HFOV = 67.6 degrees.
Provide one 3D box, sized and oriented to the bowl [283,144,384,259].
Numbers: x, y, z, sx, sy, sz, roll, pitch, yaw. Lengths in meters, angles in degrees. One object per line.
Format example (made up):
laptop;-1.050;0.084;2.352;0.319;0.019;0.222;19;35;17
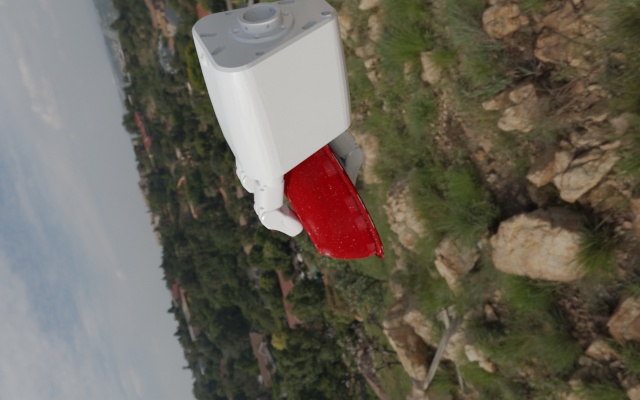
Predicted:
bowl;0.000;0.003;0.487;0.055;0.162;0.162;-31;2;-4
